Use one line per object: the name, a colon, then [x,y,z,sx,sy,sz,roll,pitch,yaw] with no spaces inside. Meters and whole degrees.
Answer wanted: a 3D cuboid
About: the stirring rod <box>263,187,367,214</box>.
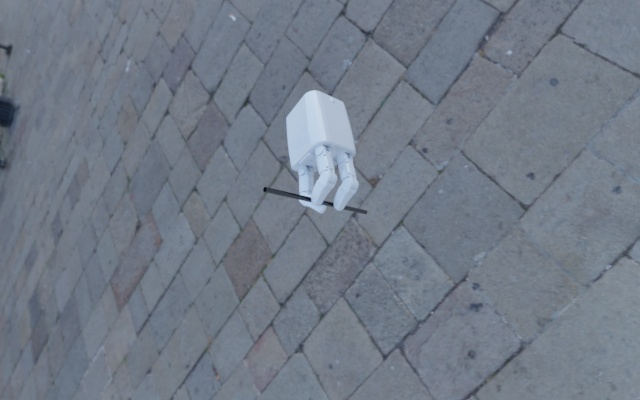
stirring rod: [0.000,0.003,0.802,0.011,0.011,0.239,0,-9,45]
